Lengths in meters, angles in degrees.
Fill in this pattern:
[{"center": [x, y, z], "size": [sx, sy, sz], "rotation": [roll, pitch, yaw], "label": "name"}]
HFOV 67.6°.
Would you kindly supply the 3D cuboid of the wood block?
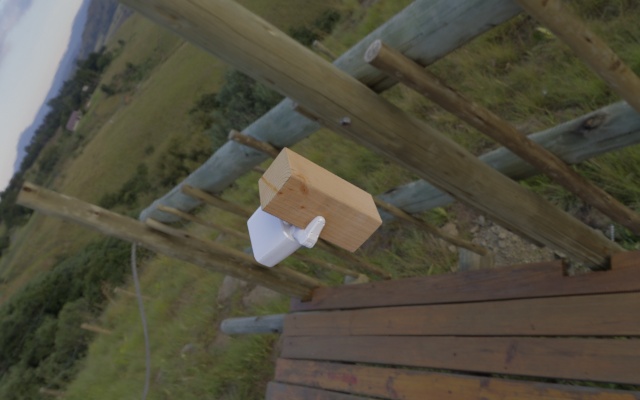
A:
[{"center": [0.000, 0.003, 0.869], "size": [0.206, 0.090, 0.090], "rotation": [27, 29, -29], "label": "wood block"}]
